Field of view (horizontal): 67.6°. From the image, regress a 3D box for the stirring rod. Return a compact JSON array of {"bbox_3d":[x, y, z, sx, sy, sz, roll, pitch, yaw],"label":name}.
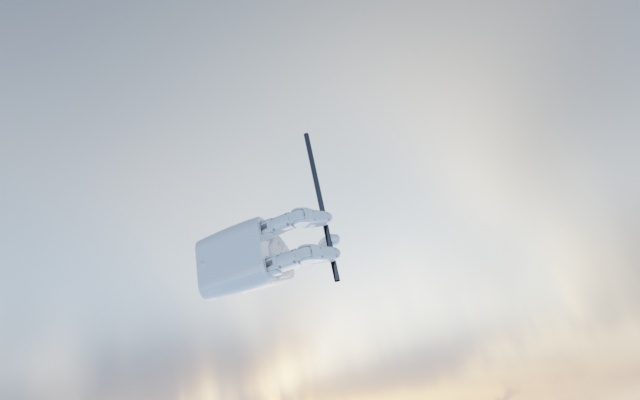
[{"bbox_3d":[0.000,0.002,0.691,0.011,0.239,0.011,-10,-26,-5],"label":"stirring rod"}]
